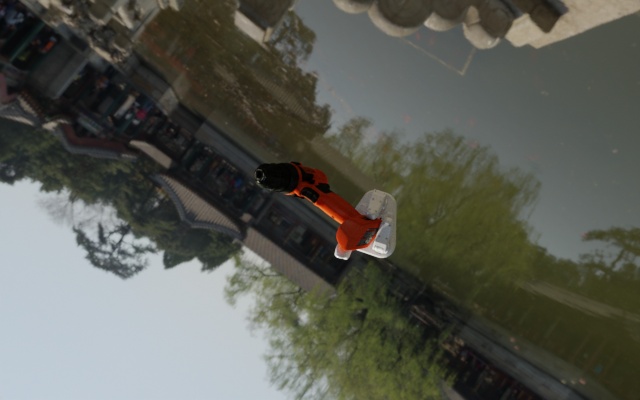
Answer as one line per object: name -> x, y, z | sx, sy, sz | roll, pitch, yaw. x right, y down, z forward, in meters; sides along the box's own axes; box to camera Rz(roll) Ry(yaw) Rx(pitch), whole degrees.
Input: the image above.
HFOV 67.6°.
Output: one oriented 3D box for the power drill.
power drill -> 0.001, 0.003, 0.772 | 0.187, 0.057, 0.184 | 41, 20, 24
